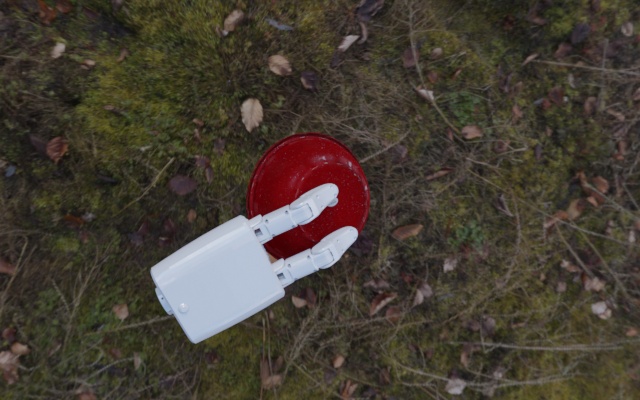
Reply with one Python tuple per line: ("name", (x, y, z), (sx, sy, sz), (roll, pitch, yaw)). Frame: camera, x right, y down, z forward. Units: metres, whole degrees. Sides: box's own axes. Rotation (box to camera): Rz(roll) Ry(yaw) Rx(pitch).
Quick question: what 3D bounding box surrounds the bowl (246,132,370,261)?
("bowl", (0.001, 0.001, 0.549), (0.162, 0.162, 0.055), (0, 5, -28))
